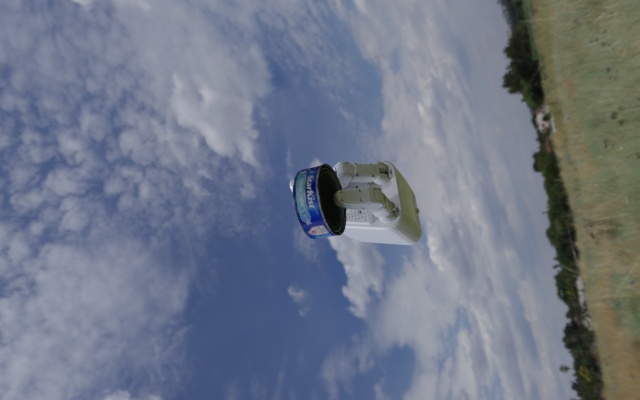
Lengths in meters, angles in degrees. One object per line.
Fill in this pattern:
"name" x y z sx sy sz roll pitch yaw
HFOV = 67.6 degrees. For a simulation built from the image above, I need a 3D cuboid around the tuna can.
"tuna can" 0.000 0.002 0.563 0.034 0.086 0.086 -12 -4 21
